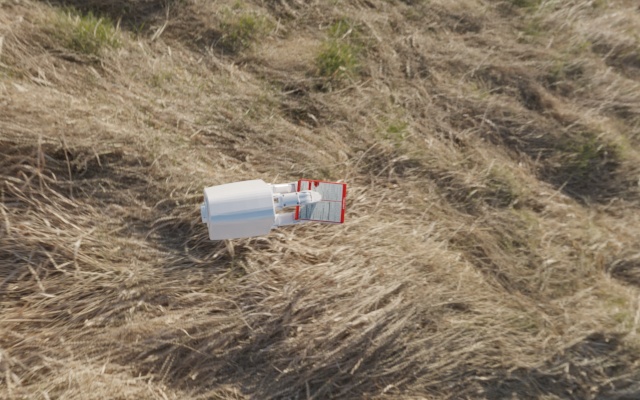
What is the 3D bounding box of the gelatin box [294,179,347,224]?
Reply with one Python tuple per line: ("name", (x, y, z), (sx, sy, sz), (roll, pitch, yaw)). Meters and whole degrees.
("gelatin box", (0.001, 0.003, 0.860), (0.089, 0.073, 0.030), (5, -7, -9))
